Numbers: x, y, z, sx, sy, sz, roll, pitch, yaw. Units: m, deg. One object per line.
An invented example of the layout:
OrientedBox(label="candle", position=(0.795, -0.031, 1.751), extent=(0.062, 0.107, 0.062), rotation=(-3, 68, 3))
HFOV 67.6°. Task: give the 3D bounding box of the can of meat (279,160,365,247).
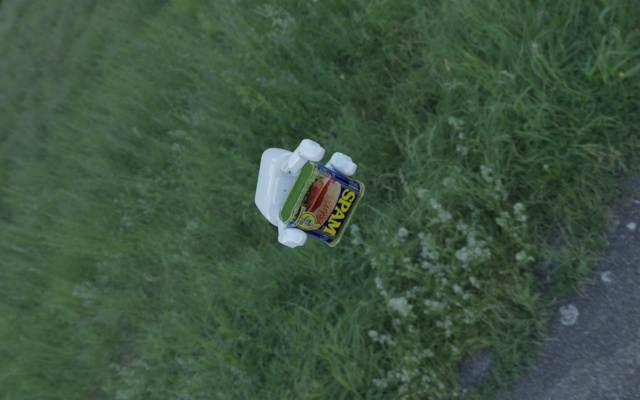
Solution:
OrientedBox(label="can of meat", position=(0.000, 0.002, 0.679), extent=(0.084, 0.102, 0.057), rotation=(25, 6, -23))
